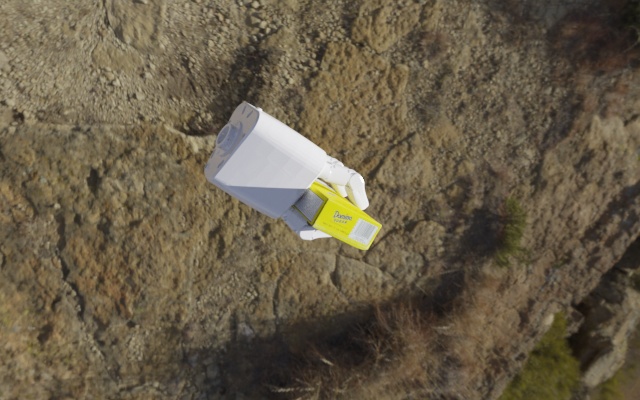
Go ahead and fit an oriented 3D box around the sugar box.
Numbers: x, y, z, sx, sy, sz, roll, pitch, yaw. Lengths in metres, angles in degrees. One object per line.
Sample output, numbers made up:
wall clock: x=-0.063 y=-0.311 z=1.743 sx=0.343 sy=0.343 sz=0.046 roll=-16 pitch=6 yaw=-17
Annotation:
sugar box: x=0.000 y=0.002 z=0.659 sx=0.093 sy=0.048 sz=0.176 roll=27 pitch=9 yaw=-31
